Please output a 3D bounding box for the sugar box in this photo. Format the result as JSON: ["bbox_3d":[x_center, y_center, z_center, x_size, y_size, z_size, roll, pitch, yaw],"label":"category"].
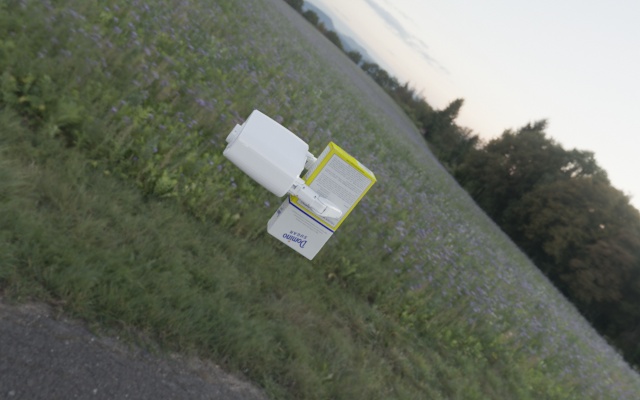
[{"bbox_3d":[0.000,0.002,0.781,0.093,0.176,0.048,36,15,-16],"label":"sugar box"}]
